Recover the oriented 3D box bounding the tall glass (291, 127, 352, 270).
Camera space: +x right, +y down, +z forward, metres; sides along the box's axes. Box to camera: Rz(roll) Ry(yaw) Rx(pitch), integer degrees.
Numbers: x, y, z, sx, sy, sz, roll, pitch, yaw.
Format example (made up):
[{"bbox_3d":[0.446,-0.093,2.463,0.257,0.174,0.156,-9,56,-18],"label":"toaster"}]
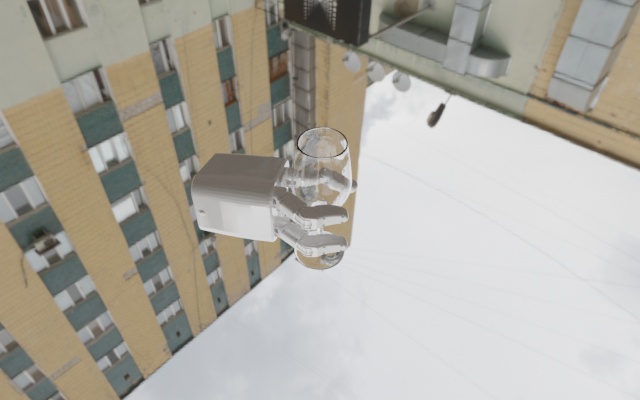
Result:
[{"bbox_3d":[0.000,0.003,0.635,0.079,0.201,0.079,1,44,-1],"label":"tall glass"}]
